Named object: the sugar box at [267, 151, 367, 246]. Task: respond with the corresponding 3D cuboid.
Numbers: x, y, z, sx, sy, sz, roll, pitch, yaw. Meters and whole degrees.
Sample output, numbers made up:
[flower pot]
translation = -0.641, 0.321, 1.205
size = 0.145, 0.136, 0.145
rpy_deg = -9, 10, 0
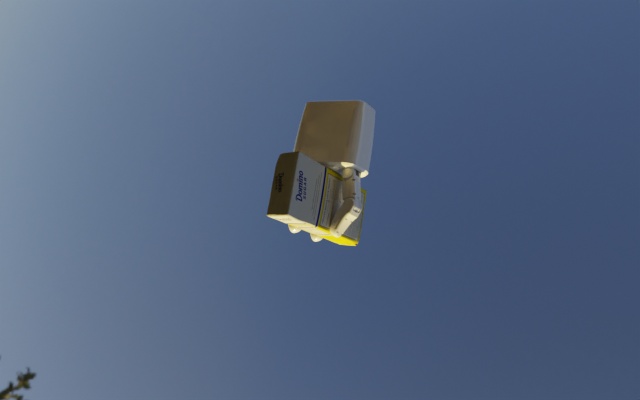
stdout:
[sugar box]
translation = 0.000, 0.002, 0.704
size = 0.048, 0.093, 0.176
rpy_deg = -3, -19, 40
